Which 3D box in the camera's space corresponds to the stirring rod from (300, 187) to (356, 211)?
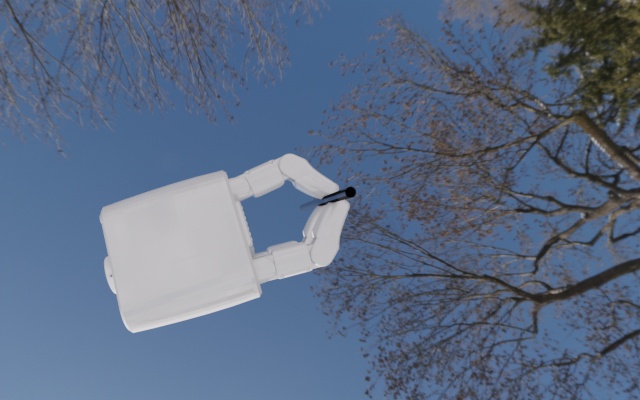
[{"bbox_3d":[0.000,0.001,0.455,0.011,0.011,0.239,0,-4,-10],"label":"stirring rod"}]
